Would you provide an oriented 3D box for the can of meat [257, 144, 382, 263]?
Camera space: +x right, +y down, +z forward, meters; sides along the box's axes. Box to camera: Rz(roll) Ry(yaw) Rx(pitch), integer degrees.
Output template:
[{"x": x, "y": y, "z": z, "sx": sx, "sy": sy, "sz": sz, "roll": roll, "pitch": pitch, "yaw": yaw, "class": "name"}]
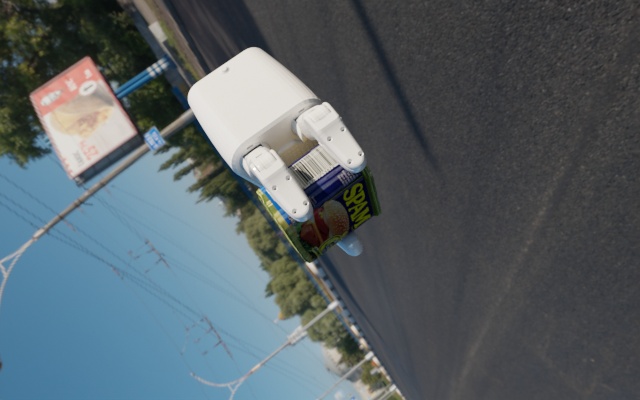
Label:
[{"x": 0.000, "y": 0.002, "z": 0.417, "sx": 0.084, "sy": 0.057, "sz": 0.102, "roll": -36, "pitch": -29, "yaw": -6, "class": "can of meat"}]
